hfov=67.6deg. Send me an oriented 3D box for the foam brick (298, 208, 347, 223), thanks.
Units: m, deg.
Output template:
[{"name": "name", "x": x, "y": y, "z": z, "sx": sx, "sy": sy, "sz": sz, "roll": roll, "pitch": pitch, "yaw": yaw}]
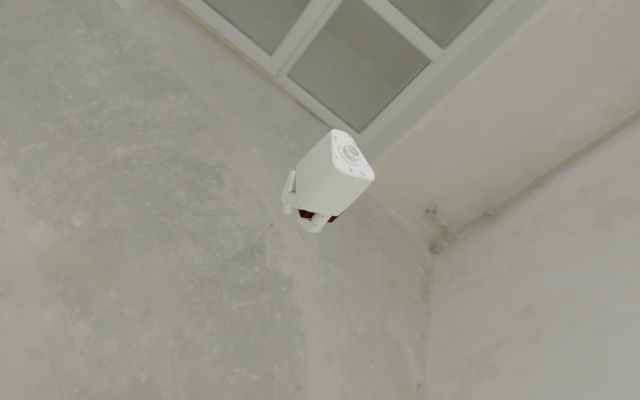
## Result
[{"name": "foam brick", "x": 0.000, "y": 0.003, "z": 0.895, "sx": 0.078, "sy": 0.053, "sz": 0.051, "roll": 11, "pitch": -43, "yaw": -38}]
